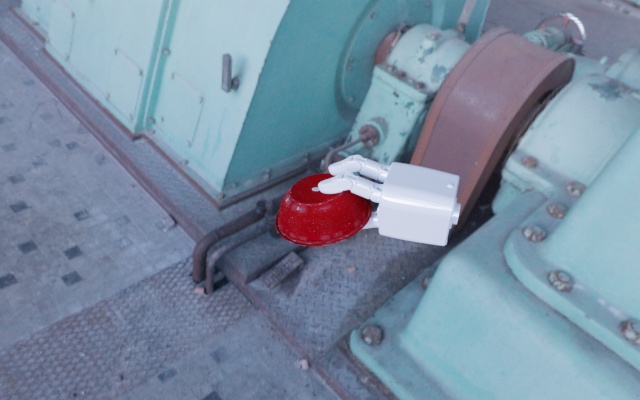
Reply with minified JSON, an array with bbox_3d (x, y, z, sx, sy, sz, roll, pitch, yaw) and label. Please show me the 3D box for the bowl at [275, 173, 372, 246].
[{"bbox_3d":[-0.001,0.002,0.770,0.162,0.055,0.162,-9,33,6],"label":"bowl"}]
